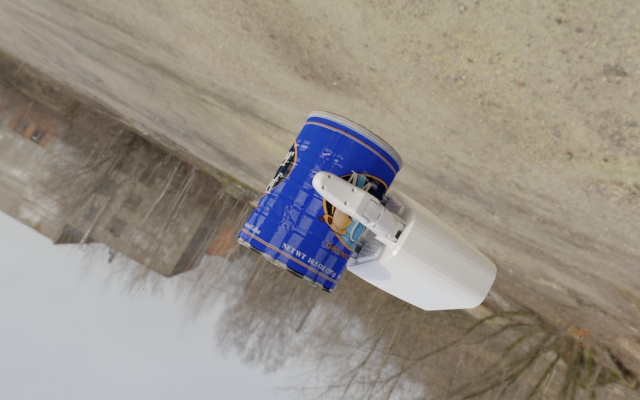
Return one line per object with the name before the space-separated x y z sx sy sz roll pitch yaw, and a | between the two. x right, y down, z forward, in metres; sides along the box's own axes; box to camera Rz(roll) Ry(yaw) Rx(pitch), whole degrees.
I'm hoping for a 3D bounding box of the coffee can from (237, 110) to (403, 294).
coffee can | 0.000 0.001 0.454 0.103 0.140 0.103 29 -7 4
